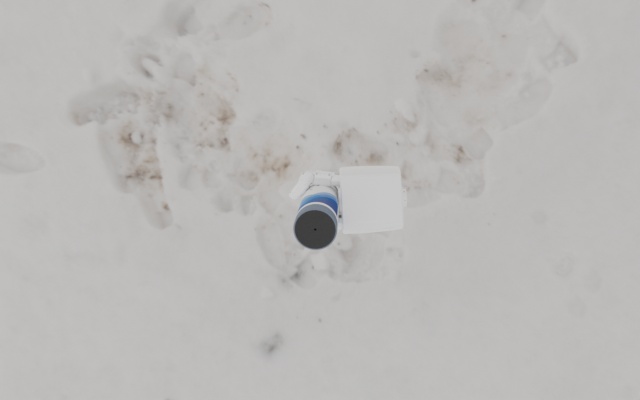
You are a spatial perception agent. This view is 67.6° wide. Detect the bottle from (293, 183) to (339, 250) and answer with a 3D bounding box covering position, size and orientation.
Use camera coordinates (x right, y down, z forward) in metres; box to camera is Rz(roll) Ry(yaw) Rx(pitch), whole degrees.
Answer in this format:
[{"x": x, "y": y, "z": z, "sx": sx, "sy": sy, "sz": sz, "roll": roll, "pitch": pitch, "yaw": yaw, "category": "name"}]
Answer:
[{"x": 0.000, "y": 0.003, "z": 0.854, "sx": 0.069, "sy": 0.069, "sz": 0.295, "roll": 0, "pitch": 16, "yaw": 3, "category": "bottle"}]
